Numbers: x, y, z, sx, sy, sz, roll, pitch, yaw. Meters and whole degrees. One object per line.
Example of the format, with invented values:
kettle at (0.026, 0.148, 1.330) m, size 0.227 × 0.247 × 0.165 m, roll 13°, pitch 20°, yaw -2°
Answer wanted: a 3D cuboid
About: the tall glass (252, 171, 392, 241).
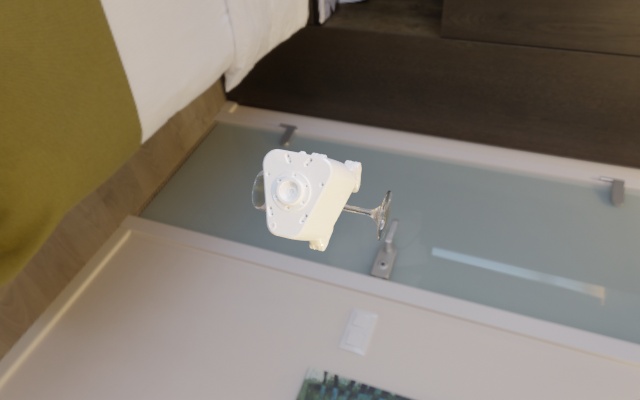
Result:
tall glass at (0.001, 0.003, 0.714) m, size 0.201 × 0.079 × 0.079 m, roll 12°, pitch 4°, yaw 18°
